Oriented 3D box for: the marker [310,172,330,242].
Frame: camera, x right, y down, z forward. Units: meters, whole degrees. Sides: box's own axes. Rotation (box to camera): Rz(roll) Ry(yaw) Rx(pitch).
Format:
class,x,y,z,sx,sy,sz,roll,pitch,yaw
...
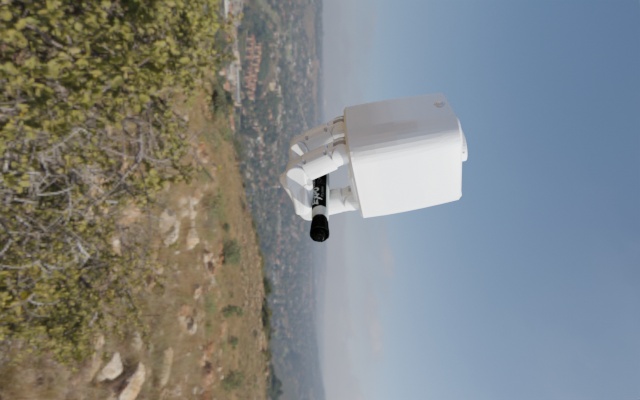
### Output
class,x,y,z,sx,sy,sz,roll,pitch,yaw
marker,0.000,0.002,0.489,0.020,0.020,0.121,0,33,1
